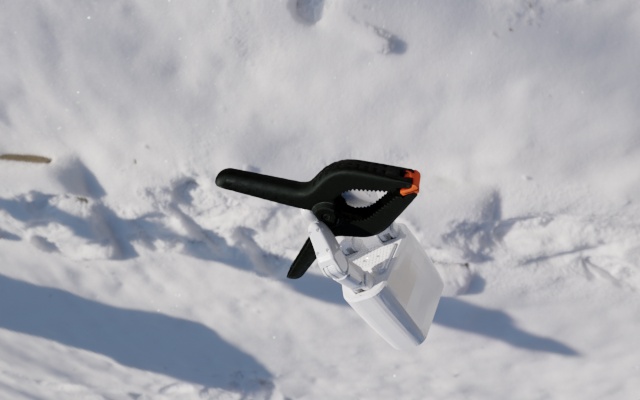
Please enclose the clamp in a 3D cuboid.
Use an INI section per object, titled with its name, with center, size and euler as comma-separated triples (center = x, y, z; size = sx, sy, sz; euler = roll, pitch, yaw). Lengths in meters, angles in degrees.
[clamp]
center = 0.000, 0.002, 0.503
size = 0.210, 0.165, 0.036
euler = -24, 30, 31
